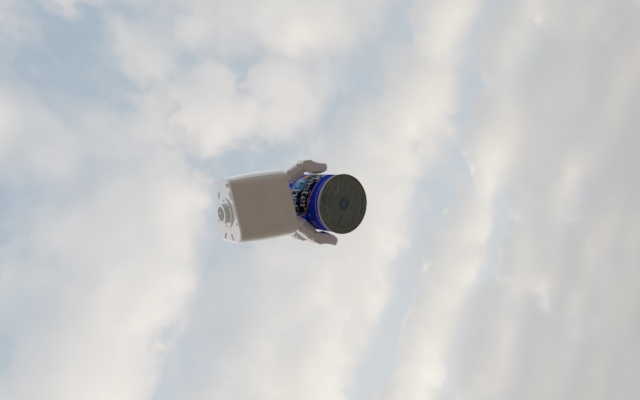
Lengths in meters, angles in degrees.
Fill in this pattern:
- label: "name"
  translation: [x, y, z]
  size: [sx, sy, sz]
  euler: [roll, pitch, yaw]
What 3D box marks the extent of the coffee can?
- label: "coffee can"
  translation: [0.000, 0.003, 0.862]
  size: [0.103, 0.103, 0.140]
  euler: [0, 3, -35]
